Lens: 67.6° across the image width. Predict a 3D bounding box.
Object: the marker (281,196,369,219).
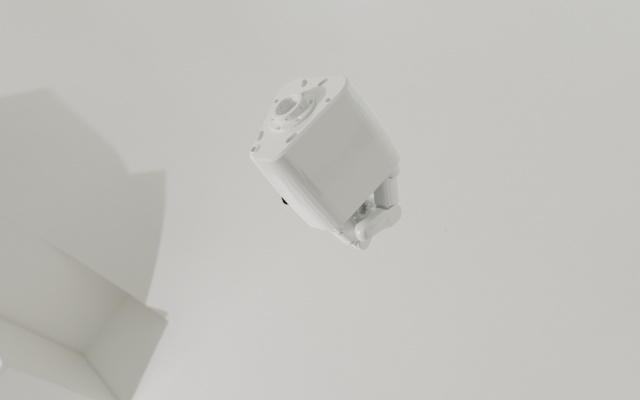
[{"bbox_3d":[0.000,0.002,0.518,0.121,0.020,0.020,10,7,44],"label":"marker"}]
